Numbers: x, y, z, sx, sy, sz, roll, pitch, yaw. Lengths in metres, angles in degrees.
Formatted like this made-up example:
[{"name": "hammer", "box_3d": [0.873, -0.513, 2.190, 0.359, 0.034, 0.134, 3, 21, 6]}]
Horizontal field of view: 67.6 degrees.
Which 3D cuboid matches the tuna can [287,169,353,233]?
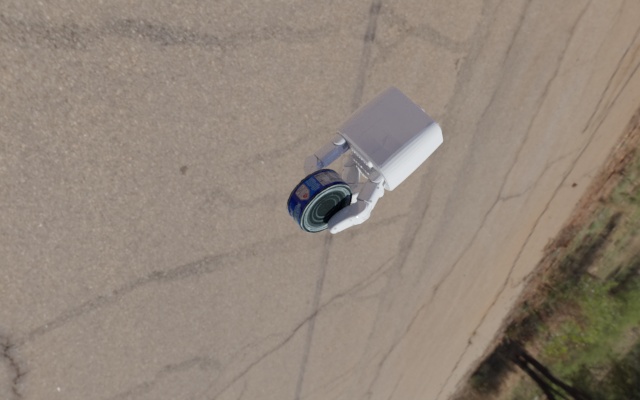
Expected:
[{"name": "tuna can", "box_3d": [0.000, 0.002, 0.632, 0.086, 0.086, 0.033, 0, 38, -46]}]
